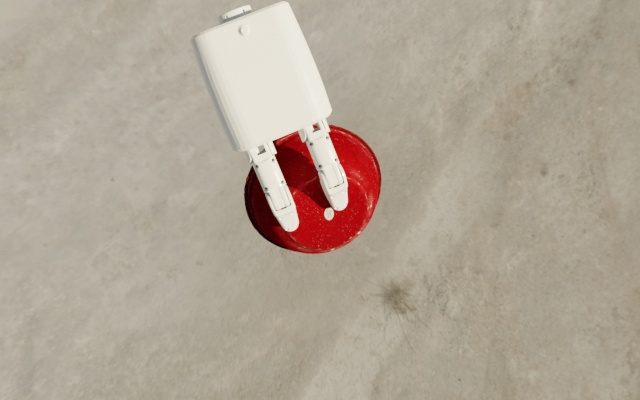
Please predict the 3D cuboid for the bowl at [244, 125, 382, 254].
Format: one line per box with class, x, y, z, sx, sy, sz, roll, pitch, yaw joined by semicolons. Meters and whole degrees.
bowl;0.001;0.003;0.525;0.162;0.162;0.055;0;27;-17
